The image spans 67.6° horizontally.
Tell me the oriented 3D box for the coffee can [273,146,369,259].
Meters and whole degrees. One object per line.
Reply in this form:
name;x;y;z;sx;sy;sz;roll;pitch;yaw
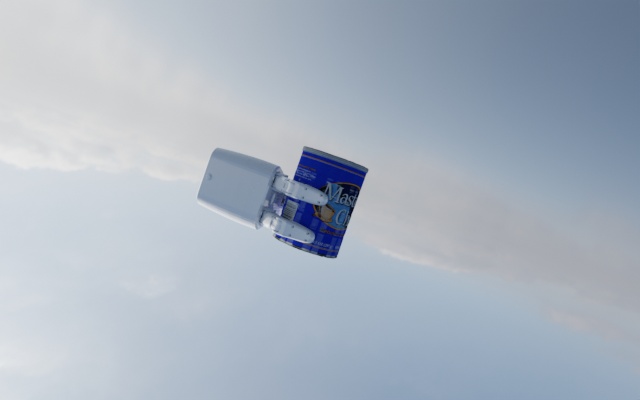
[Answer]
coffee can;0.000;0.002;0.709;0.103;0.140;0.103;19;3;-1
